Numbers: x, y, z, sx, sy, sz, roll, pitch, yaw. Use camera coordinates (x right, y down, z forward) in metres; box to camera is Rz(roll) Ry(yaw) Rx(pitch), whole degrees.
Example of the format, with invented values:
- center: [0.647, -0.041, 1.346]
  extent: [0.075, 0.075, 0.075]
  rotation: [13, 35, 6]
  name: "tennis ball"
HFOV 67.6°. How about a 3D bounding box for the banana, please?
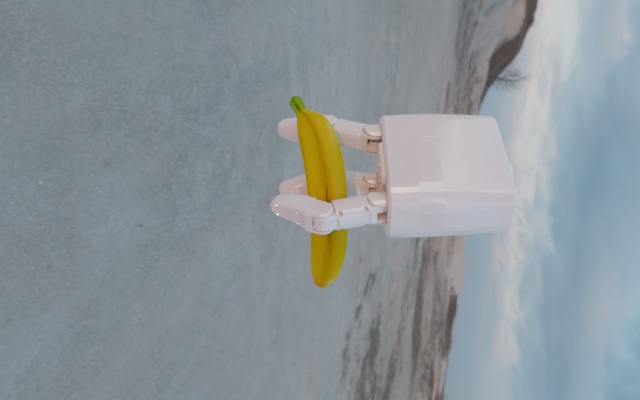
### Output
- center: [0.004, 0.003, 0.449]
  extent: [0.037, 0.198, 0.069]
  rotation: [-9, 18, -10]
  name: "banana"
